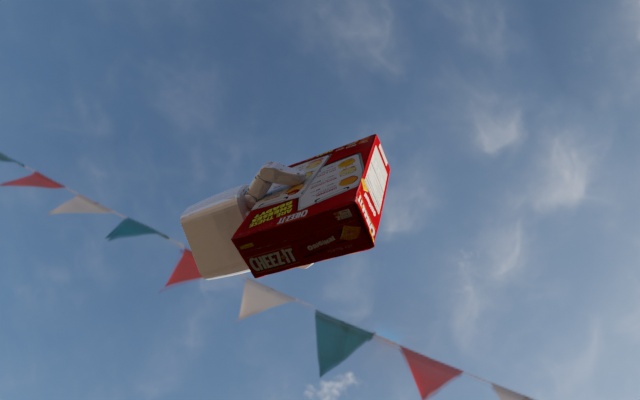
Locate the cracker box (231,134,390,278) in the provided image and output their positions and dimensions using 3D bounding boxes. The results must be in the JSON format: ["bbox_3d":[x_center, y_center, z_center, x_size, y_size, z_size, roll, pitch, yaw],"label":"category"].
[{"bbox_3d":[0.000,0.002,0.636,0.164,0.072,0.213,-18,22,22],"label":"cracker box"}]
